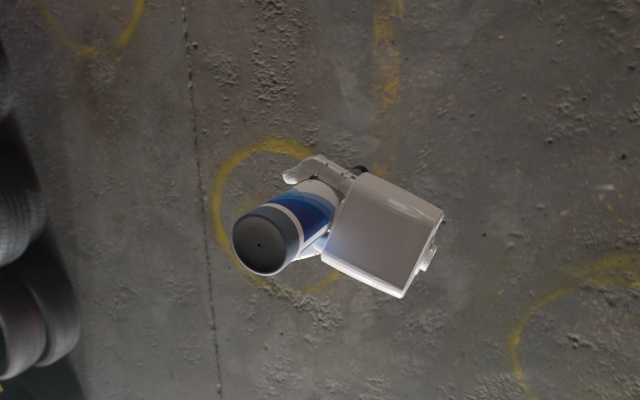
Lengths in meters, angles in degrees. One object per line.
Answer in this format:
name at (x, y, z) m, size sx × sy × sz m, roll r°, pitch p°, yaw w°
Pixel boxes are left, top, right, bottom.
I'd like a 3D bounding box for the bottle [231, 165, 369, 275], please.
bottle at (0.000, 0.002, 0.599) m, size 0.069 × 0.069 × 0.295 m, roll 0°, pitch 17°, yaw 26°
